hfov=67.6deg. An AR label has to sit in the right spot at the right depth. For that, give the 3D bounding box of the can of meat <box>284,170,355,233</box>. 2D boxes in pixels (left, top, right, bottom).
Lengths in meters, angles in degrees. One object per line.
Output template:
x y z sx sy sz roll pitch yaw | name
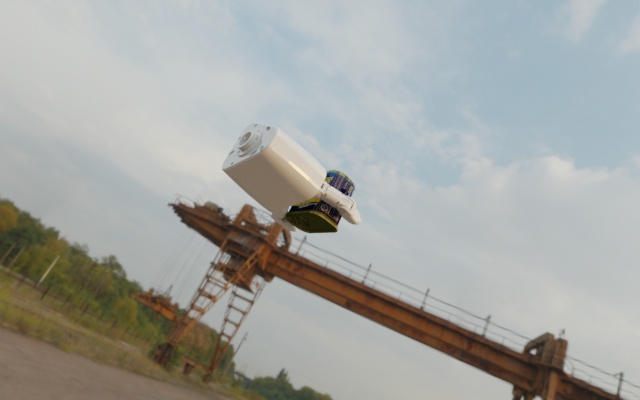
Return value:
0.000 0.002 0.770 0.057 0.084 0.102 39 -26 -28 | can of meat
